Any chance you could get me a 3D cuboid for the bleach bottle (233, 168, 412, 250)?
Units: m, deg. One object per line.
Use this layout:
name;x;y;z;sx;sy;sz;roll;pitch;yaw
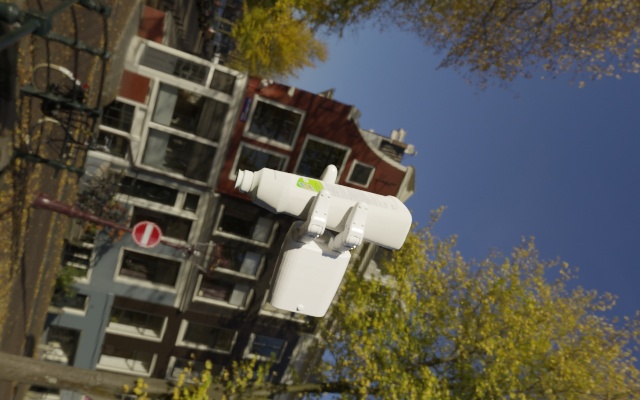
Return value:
bleach bottle;0.000;0.002;0.690;0.251;0.068;0.102;16;14;-15
